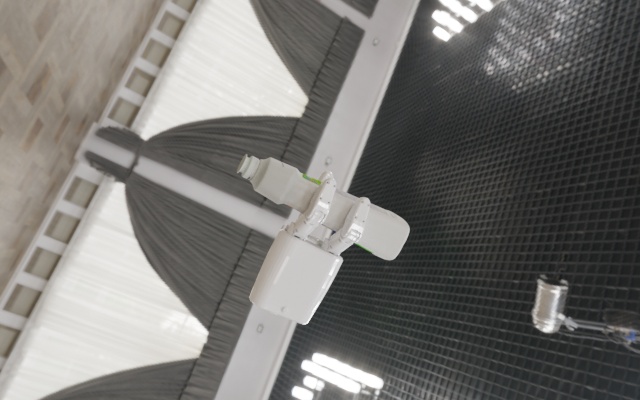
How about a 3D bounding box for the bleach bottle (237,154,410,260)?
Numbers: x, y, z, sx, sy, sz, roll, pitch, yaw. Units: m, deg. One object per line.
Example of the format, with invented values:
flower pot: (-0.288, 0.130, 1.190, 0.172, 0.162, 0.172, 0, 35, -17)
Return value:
bleach bottle: (0.000, 0.002, 0.677, 0.251, 0.068, 0.102, 26, 3, -19)
